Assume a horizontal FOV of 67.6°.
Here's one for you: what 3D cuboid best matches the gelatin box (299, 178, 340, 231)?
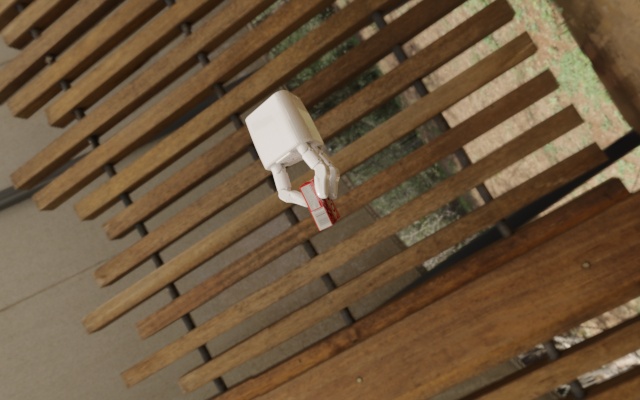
[{"bbox_3d":[0.000,0.003,0.863,0.030,0.089,0.073,-24,4,16],"label":"gelatin box"}]
